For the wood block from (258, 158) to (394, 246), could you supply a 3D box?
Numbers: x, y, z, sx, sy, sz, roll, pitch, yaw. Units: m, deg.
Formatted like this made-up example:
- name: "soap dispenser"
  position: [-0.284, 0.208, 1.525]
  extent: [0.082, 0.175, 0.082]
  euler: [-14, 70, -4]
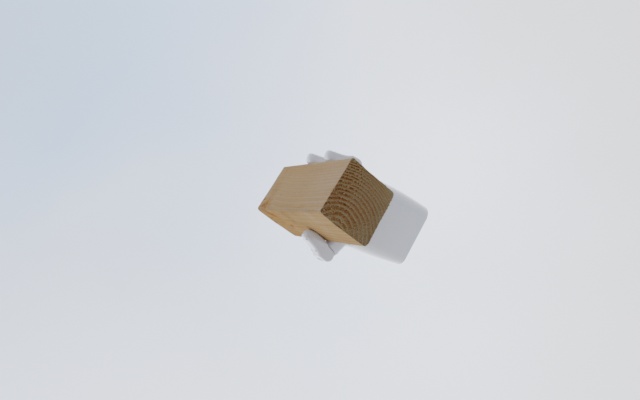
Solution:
- name: "wood block"
  position: [0.000, 0.003, 0.725]
  extent: [0.090, 0.090, 0.206]
  euler: [38, -18, -25]
